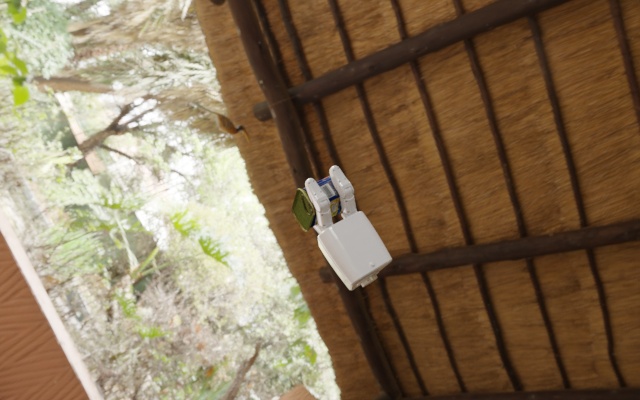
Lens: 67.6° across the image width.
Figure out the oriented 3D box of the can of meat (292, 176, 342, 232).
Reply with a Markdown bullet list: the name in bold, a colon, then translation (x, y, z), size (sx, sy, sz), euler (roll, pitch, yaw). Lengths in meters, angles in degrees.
- **can of meat**: translation (0.000, 0.003, 0.891), size (0.084, 0.057, 0.102), euler (-26, -21, -24)
